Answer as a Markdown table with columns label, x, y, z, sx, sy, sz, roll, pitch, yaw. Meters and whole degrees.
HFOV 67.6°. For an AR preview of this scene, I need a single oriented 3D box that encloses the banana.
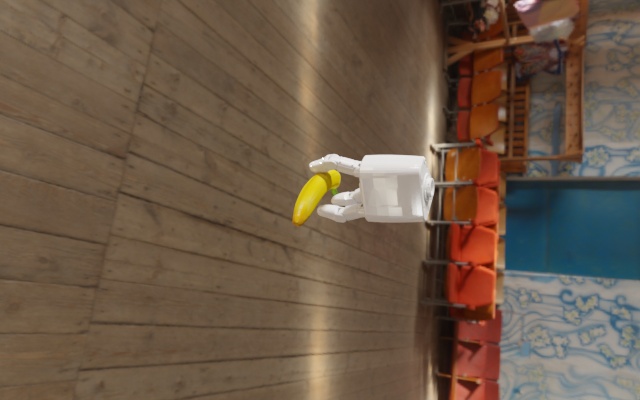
| label | x | y | z | sx | sy | sz | roll | pitch | yaw |
| --- | --- | --- | --- | --- | --- | --- | --- | --- | --- |
| banana | 0.000 | -0.016 | 0.862 | 0.037 | 0.070 | 0.197 | 3 | 18 | 23 |
